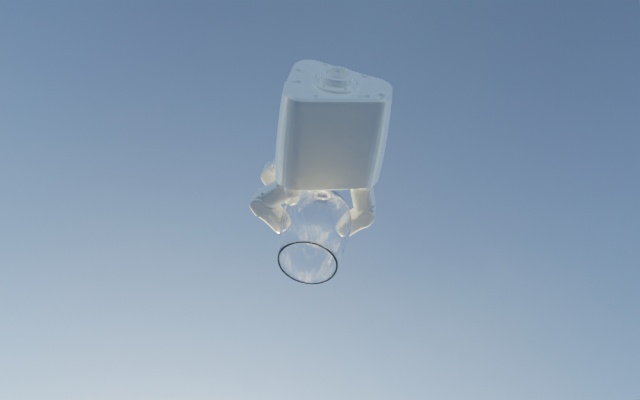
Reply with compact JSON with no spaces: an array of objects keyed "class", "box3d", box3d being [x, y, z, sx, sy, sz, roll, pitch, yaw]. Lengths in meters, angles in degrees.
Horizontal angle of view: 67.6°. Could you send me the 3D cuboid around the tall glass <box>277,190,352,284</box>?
[{"class":"tall glass","box3d":[0.000,0.002,0.555,0.079,0.079,0.201,0,39,10]}]
